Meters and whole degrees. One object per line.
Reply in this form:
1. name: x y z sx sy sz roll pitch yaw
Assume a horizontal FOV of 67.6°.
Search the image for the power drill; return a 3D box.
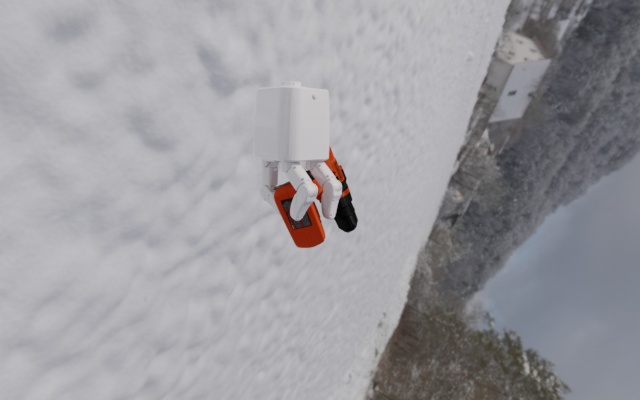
1. power drill: 0.000 0.003 0.796 0.057 0.184 0.187 -17 17 24
